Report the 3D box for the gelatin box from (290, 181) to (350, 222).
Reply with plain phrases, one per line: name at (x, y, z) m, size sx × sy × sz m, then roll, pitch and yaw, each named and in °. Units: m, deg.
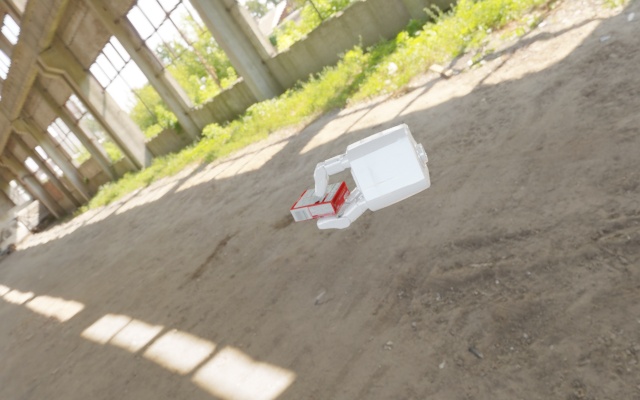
gelatin box at (0.000, 0.002, 0.856) m, size 0.089 × 0.030 × 0.073 m, roll -11°, pitch 25°, yaw 29°
